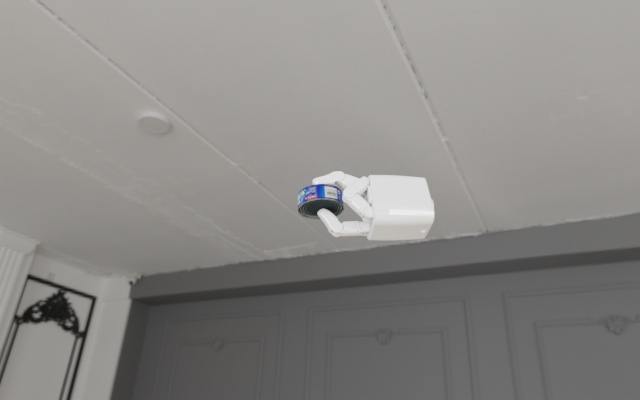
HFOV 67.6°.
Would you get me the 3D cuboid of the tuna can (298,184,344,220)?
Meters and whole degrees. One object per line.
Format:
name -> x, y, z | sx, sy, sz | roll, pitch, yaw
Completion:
tuna can -> 0.000, 0.002, 0.888 | 0.086, 0.033, 0.086 | -3, -26, -1
